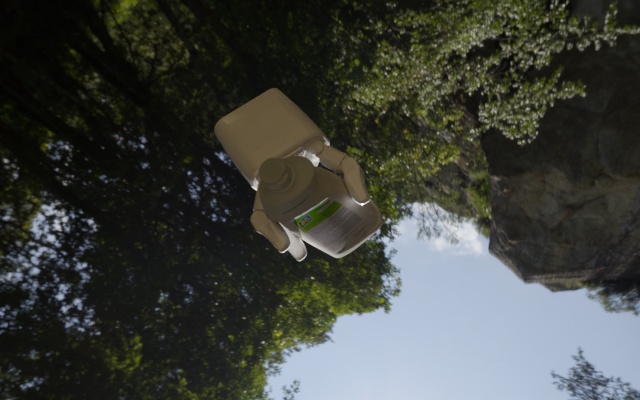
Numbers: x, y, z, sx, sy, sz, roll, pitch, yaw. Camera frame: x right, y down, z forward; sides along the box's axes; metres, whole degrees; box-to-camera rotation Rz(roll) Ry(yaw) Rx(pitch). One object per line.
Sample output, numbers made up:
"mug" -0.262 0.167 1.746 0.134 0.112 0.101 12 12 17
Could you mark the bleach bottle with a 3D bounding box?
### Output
"bleach bottle" 0.000 0.002 0.588 0.102 0.068 0.251 -41 -27 4
